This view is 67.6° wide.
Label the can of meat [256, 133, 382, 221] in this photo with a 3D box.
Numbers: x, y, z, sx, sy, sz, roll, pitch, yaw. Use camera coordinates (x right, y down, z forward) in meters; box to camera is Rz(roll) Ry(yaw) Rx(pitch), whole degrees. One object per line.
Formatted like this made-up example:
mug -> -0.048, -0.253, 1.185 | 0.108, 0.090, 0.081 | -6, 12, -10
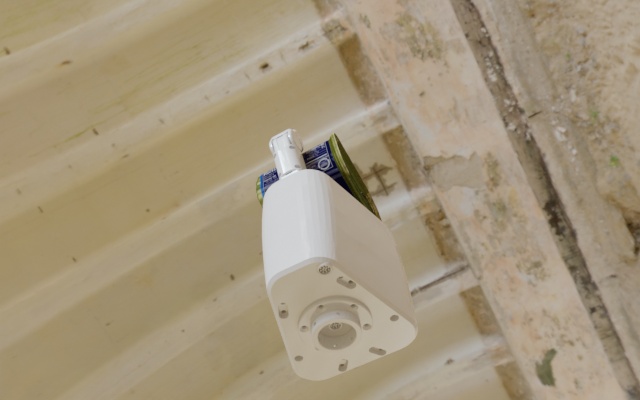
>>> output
can of meat -> 0.000, 0.001, 0.447 | 0.084, 0.102, 0.057 | -26, 35, 11
